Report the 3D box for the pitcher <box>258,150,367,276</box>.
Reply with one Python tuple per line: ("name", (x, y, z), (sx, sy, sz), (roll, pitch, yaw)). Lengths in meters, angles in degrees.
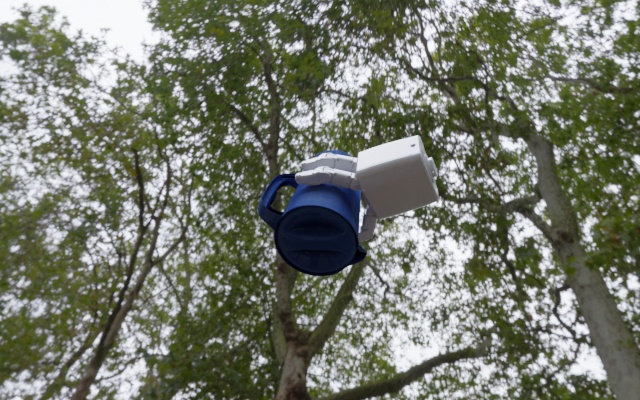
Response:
("pitcher", (0.000, 0.003, 0.830), (0.145, 0.149, 0.242), (-17, 26, 18))
